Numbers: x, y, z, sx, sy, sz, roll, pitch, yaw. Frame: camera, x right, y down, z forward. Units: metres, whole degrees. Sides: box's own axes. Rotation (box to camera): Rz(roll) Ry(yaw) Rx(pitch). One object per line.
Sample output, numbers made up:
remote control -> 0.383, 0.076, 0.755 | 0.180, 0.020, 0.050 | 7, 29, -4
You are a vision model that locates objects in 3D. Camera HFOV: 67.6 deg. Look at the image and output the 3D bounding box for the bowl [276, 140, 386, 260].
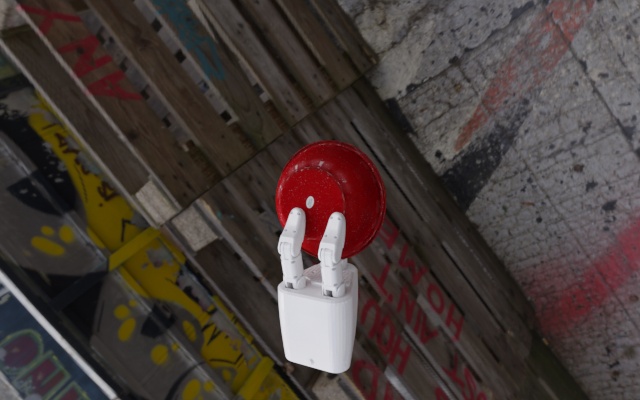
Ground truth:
bowl -> 0.000, 0.001, 0.617 | 0.162, 0.162, 0.055 | 0, 4, 26
